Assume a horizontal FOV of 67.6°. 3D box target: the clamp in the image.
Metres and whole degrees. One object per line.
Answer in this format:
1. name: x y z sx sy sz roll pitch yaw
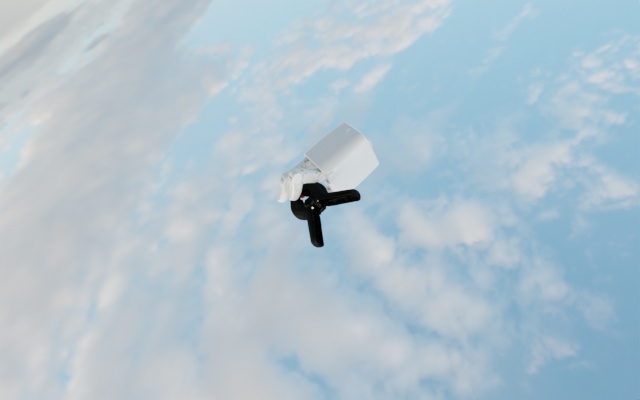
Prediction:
1. clamp: 0.000 0.003 0.873 0.039 0.120 0.171 50 -2 -38
